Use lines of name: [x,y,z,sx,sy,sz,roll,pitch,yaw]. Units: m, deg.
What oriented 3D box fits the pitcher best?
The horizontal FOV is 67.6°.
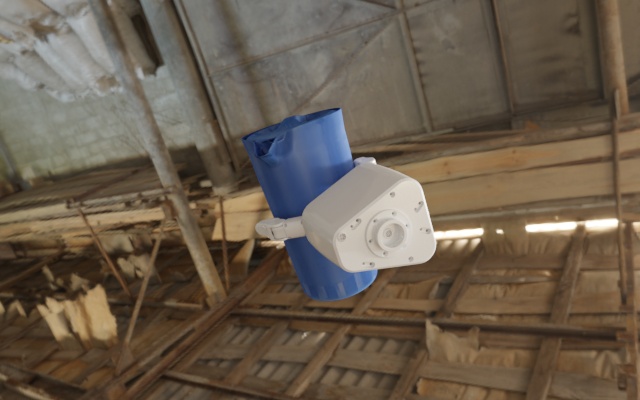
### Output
pitcher: [0.000,0.002,0.648,0.149,0.243,0.145,-22,16,-15]
